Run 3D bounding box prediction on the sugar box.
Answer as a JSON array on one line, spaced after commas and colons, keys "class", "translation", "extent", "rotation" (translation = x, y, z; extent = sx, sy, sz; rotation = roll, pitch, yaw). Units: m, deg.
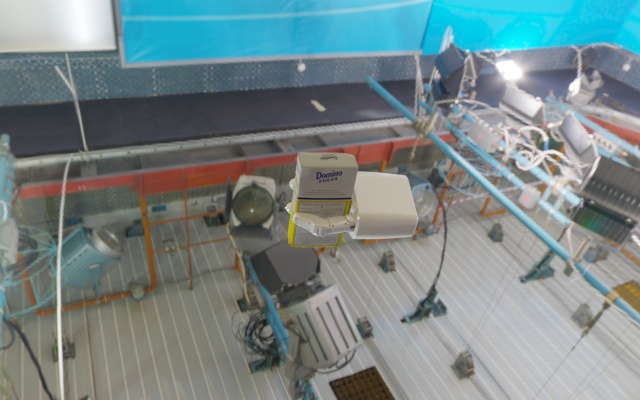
[{"class": "sugar box", "translation": [0.000, 0.002, 0.792], "extent": [0.093, 0.176, 0.048], "rotation": [1, 38, -12]}]
